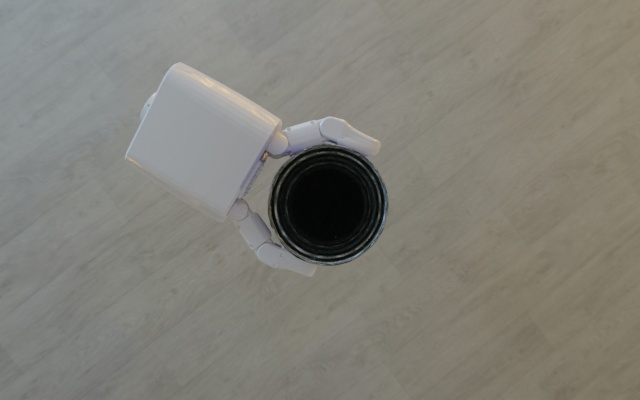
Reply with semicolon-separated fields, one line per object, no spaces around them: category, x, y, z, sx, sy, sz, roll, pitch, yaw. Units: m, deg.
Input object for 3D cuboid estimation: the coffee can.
coffee can;0.000;0.002;0.467;0.103;0.103;0.140;0;2;-6
